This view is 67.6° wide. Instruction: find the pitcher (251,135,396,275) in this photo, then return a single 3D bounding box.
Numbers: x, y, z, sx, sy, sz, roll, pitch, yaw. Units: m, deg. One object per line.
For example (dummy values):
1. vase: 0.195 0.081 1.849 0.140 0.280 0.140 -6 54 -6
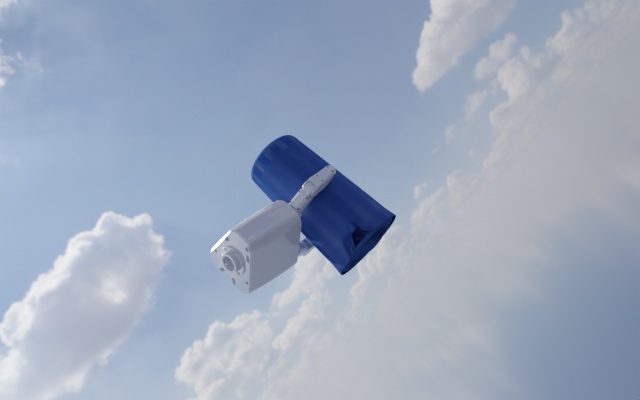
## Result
1. pitcher: 0.000 0.003 0.825 0.145 0.242 0.149 -33 -21 -42
